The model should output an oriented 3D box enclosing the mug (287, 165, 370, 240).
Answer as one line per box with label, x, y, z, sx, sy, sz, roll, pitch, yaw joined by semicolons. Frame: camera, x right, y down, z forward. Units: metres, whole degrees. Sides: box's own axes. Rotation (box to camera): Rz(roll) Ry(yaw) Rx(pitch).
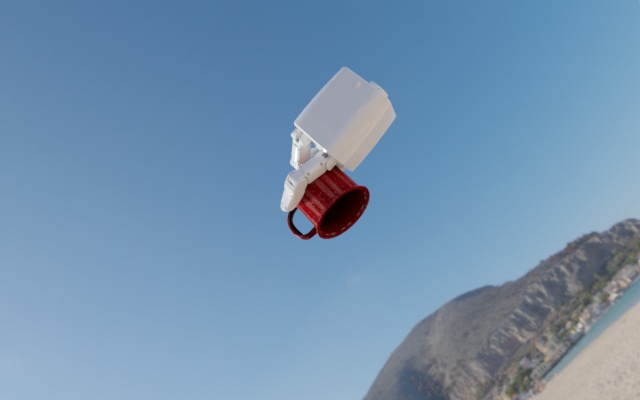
mug;-0.001;0.003;0.671;0.081;0.117;0.093;45;7;30
